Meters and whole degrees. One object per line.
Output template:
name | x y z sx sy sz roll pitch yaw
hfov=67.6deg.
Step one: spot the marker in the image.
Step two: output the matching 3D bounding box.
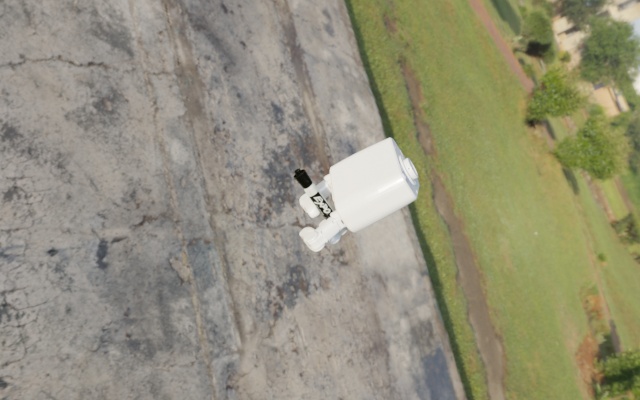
marker | 0.000 0.002 0.686 0.020 0.121 0.020 -29 25 15
